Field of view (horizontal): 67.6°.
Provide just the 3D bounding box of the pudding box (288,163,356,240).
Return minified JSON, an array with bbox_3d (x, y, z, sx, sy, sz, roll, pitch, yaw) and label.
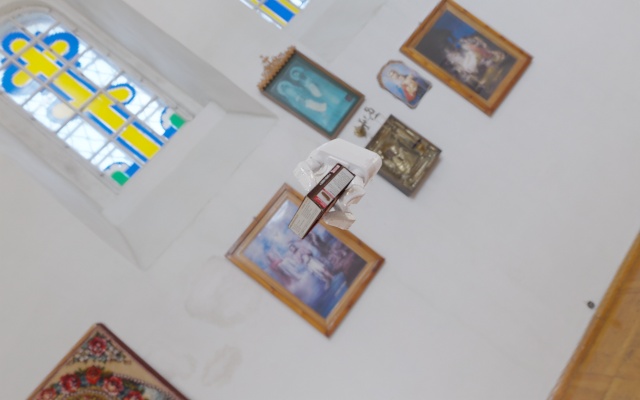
[{"bbox_3d":[0.000,0.002,0.754,0.090,0.039,0.113,-48,-7,-33],"label":"pudding box"}]
